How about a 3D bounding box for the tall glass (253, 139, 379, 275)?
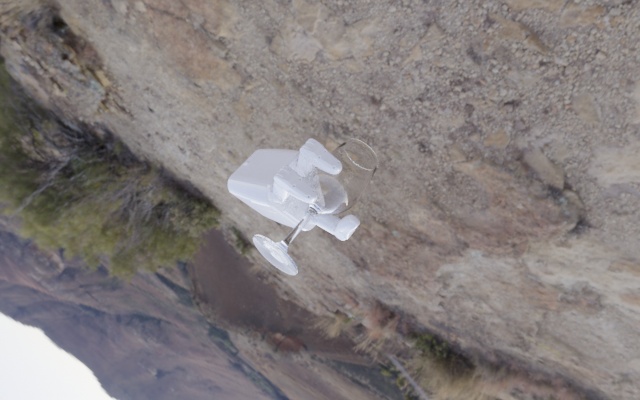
[{"bbox_3d":[0.000,0.003,0.652,0.201,0.079,0.079,-49,26,-25],"label":"tall glass"}]
